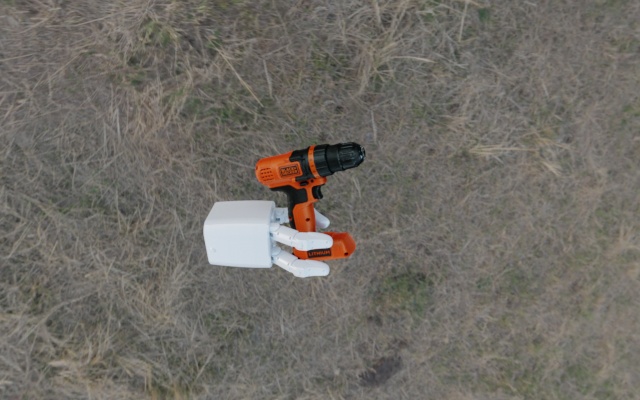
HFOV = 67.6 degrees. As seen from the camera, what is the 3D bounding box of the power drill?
[{"bbox_3d":[0.000,0.003,0.778,0.184,0.188,0.057,-8,17,23],"label":"power drill"}]
